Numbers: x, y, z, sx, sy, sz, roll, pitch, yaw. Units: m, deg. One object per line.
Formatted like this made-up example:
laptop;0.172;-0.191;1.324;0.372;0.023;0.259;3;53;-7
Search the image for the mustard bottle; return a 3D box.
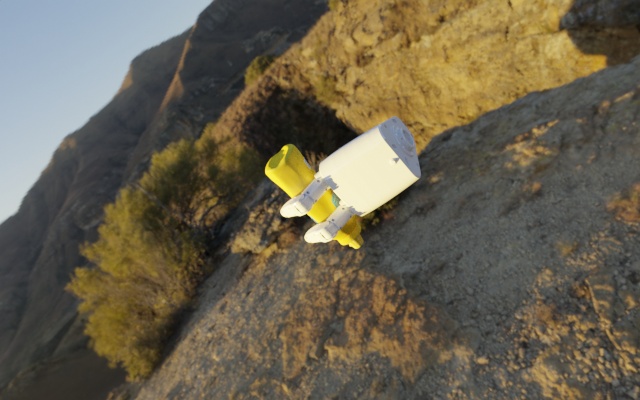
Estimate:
mustard bottle;0.000;0.002;0.730;0.058;0.192;0.096;-41;17;6
